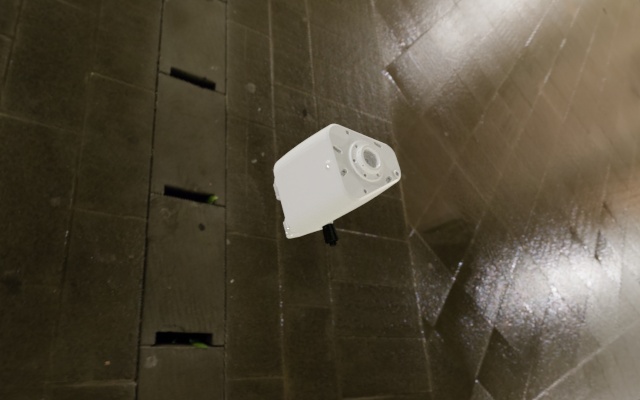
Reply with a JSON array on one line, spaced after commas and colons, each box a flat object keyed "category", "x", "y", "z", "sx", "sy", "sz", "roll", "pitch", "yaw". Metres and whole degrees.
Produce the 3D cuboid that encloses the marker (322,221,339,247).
[{"category": "marker", "x": 0.000, "y": 0.002, "z": 0.630, "sx": 0.020, "sy": 0.121, "sz": 0.020, "roll": -16, "pitch": -14, "yaw": -4}]
